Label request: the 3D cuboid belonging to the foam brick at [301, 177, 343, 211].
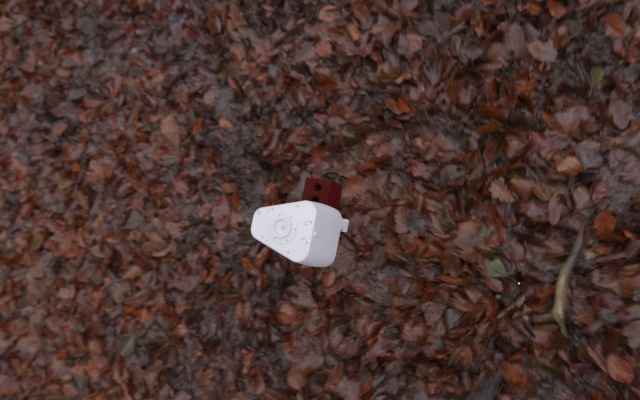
[{"bbox_3d":[0.000,0.002,0.837,0.053,0.078,0.051,9,-5,24],"label":"foam brick"}]
